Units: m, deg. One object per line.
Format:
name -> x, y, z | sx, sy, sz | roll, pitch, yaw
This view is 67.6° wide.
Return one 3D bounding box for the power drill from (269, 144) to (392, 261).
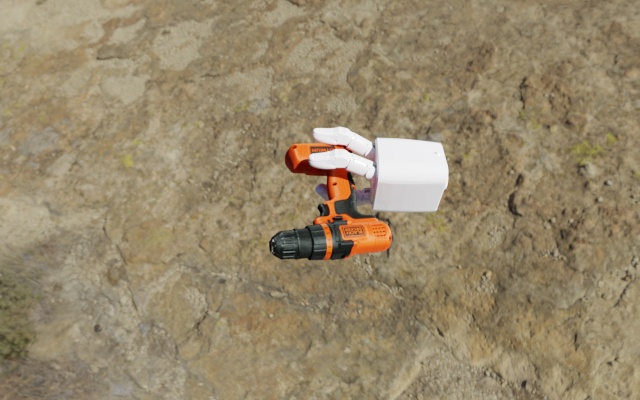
power drill -> 0.000, 0.002, 0.721 | 0.184, 0.187, 0.057 | -2, -31, -23
